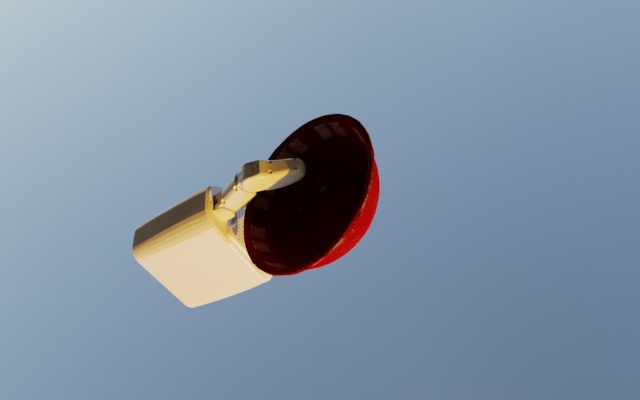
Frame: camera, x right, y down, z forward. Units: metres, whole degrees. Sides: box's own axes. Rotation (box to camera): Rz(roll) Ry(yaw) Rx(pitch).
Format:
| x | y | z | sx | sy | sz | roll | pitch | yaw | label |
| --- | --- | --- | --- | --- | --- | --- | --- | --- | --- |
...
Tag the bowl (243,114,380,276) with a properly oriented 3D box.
| x | y | z | sx | sy | sz | roll | pitch | yaw | label |
| --- | --- | --- | --- | --- | --- | --- | --- | --- | --- |
| 0.001 | 0.001 | 0.449 | 0.162 | 0.162 | 0.055 | 0 | -24 | 47 | bowl |
